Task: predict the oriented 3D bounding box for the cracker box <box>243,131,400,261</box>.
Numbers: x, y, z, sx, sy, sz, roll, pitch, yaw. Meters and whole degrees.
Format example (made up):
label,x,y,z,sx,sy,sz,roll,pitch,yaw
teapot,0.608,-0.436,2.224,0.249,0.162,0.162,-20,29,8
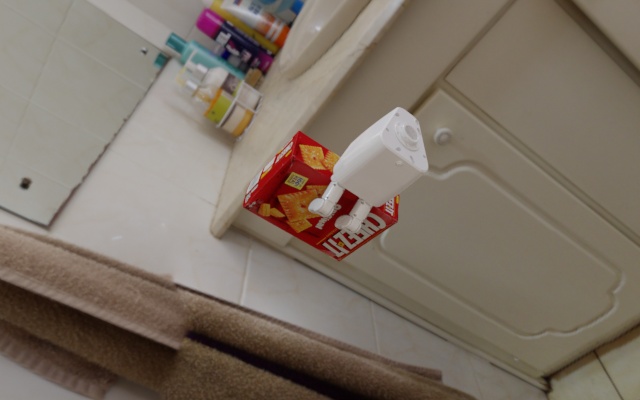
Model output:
label,x,y,z,sx,sy,sz,roll,pitch,yaw
cracker box,0.000,0.002,0.810,0.214,0.072,0.164,32,-46,-20
